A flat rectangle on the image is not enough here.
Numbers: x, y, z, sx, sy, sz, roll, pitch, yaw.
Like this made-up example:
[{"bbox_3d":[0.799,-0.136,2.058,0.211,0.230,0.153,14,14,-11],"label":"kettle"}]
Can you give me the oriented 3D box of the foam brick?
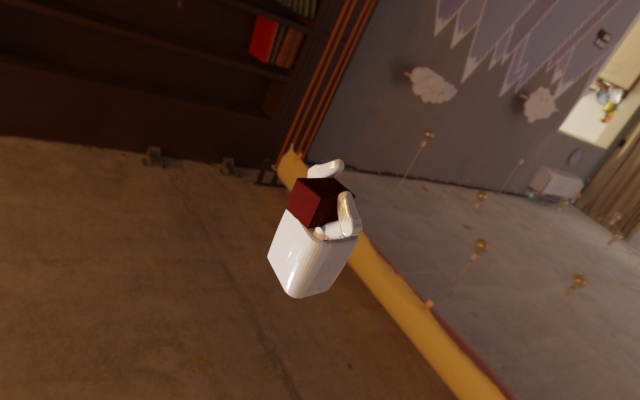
[{"bbox_3d":[0.000,0.002,0.670,0.078,0.051,0.053,-3,37,-48],"label":"foam brick"}]
